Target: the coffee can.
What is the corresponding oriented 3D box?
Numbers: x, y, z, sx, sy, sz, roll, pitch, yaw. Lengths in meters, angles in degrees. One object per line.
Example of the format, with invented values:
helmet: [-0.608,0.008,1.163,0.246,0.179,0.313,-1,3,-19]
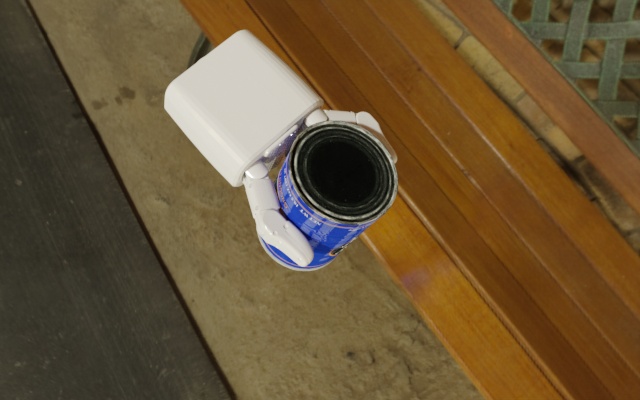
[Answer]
coffee can: [0.000,0.002,0.475,0.103,0.102,0.140,0,-24,-20]
